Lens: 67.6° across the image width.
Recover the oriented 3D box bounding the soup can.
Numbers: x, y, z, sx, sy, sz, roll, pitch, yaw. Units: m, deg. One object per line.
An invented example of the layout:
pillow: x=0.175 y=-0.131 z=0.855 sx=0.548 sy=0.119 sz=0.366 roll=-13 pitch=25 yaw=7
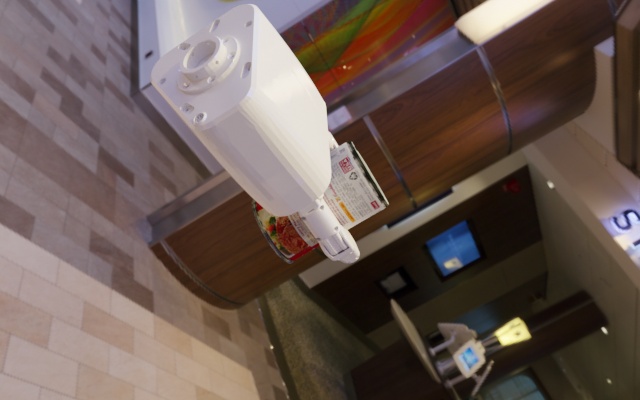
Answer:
soup can: x=0.001 y=0.002 z=0.423 sx=0.102 sy=0.068 sz=0.068 roll=-31 pitch=-5 yaw=8
